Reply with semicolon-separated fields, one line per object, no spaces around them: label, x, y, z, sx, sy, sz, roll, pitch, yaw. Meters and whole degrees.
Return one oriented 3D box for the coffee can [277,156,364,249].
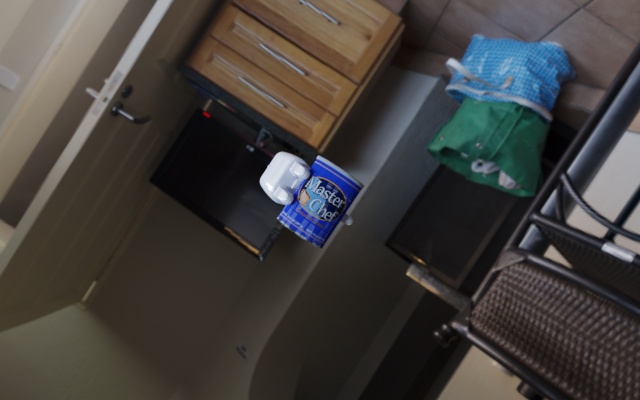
coffee can;0.000;0.003;0.886;0.103;0.140;0.103;34;1;-1
